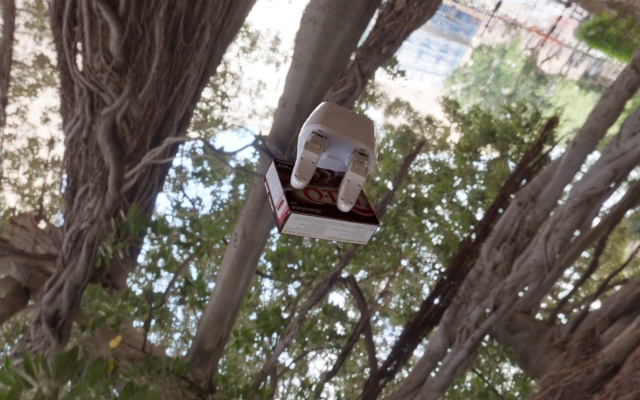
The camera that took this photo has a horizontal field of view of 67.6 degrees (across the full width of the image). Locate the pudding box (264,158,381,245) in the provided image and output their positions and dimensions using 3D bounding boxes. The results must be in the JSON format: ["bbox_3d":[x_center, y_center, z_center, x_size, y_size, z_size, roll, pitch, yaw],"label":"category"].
[{"bbox_3d":[0.000,0.002,0.532,0.113,0.039,0.090,7,37,-26],"label":"pudding box"}]
